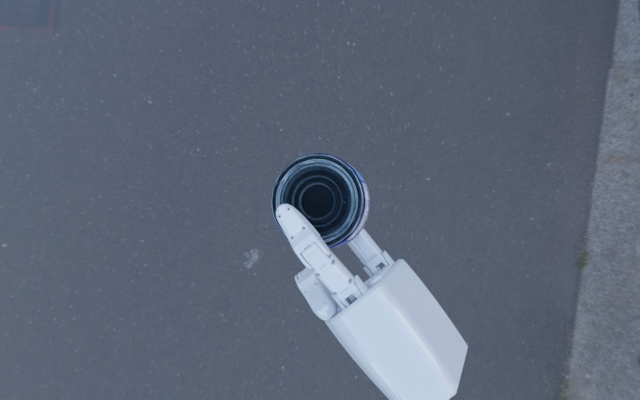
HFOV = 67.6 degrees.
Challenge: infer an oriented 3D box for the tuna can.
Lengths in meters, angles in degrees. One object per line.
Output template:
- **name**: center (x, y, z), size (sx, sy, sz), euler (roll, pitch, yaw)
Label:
- **tuna can**: center (0.000, 0.001, 0.427), size (0.086, 0.086, 0.034), euler (0, -3, 14)
